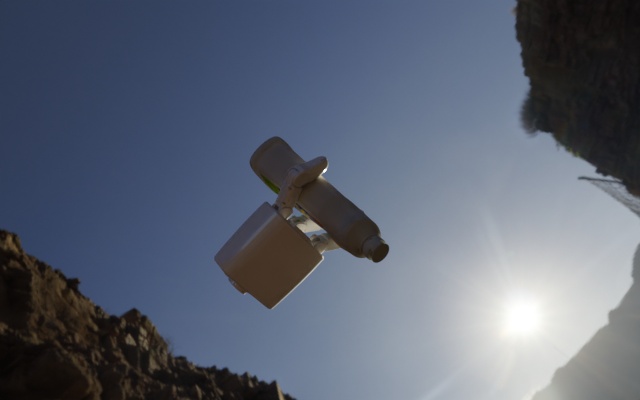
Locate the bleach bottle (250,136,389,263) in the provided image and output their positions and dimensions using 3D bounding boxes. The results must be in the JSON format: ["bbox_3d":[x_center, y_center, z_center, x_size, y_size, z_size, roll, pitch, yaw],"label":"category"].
[{"bbox_3d":[0.000,0.002,0.667,0.250,0.068,0.103,40,-8,43],"label":"bleach bottle"}]
